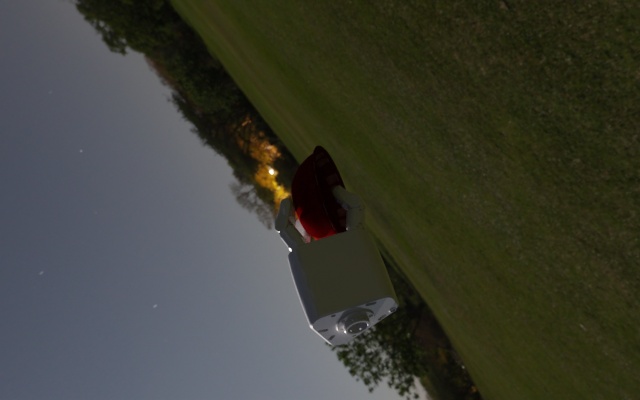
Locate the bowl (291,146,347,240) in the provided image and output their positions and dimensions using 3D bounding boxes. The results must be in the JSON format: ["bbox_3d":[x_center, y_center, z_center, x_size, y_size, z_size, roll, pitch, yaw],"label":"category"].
[{"bbox_3d":[0.000,0.002,0.716,0.055,0.162,0.162,-18,-5,16],"label":"bowl"}]
